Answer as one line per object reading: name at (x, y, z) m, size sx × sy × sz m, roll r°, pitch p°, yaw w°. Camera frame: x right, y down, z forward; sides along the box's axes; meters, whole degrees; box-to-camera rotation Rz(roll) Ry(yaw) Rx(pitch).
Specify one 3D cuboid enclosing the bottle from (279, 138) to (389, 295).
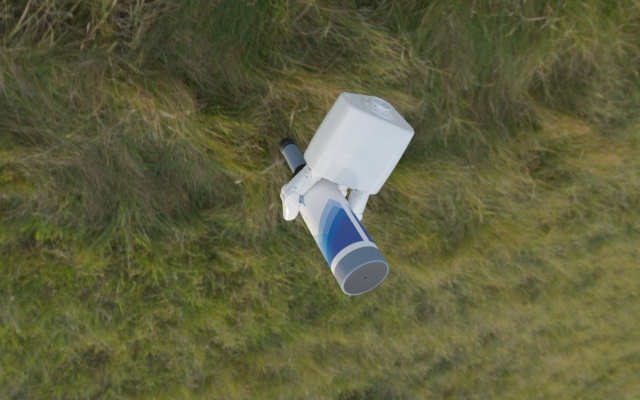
bottle at (0.000, 0.003, 0.699) m, size 0.069 × 0.069 × 0.295 m, roll 0°, pitch 41°, yaw -31°
